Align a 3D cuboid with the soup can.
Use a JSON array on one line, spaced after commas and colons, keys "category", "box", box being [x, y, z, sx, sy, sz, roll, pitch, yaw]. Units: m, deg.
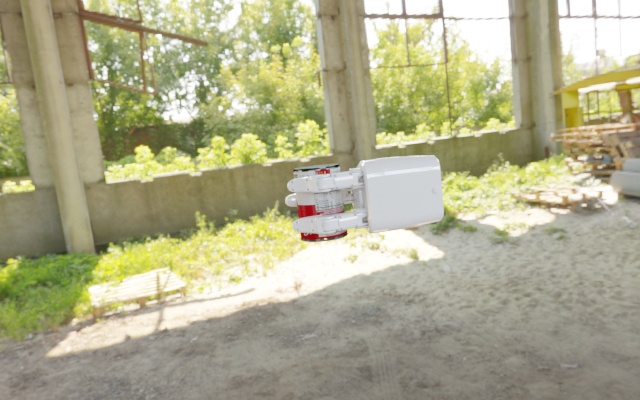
[{"category": "soup can", "box": [0.000, 0.002, 0.675, 0.068, 0.102, 0.068, -6, 7, 1]}]
